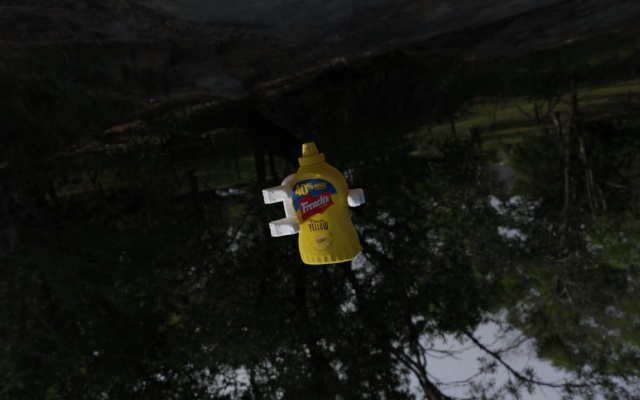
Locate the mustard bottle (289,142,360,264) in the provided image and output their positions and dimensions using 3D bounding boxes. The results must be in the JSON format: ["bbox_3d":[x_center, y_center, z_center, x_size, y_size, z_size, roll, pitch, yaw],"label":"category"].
[{"bbox_3d":[0.000,0.003,0.762,0.096,0.191,0.058,-8,8,26],"label":"mustard bottle"}]
